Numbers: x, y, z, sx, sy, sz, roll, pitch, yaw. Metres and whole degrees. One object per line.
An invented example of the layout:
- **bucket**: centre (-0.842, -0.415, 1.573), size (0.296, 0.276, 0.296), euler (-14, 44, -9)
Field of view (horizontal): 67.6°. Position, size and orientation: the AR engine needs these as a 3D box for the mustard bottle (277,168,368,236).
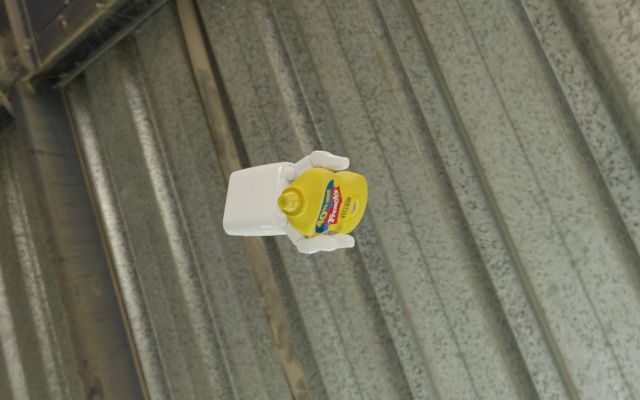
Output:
- **mustard bottle**: centre (0.001, 0.002, 0.685), size (0.058, 0.096, 0.191), euler (23, 11, 29)
